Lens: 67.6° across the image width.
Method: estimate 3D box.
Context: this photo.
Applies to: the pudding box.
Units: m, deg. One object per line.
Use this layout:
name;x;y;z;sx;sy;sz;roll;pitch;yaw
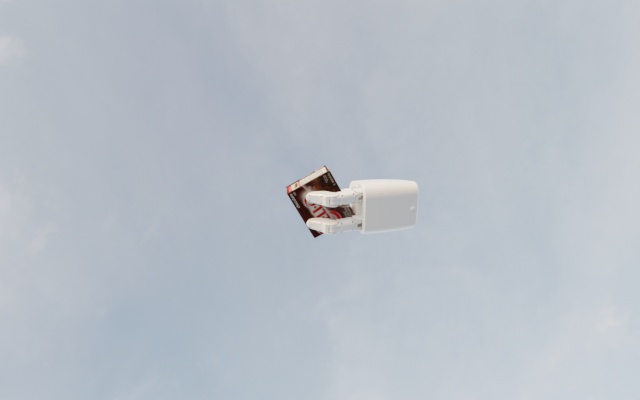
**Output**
pudding box;0.000;0.003;0.896;0.090;0.113;0.039;-29;24;3
